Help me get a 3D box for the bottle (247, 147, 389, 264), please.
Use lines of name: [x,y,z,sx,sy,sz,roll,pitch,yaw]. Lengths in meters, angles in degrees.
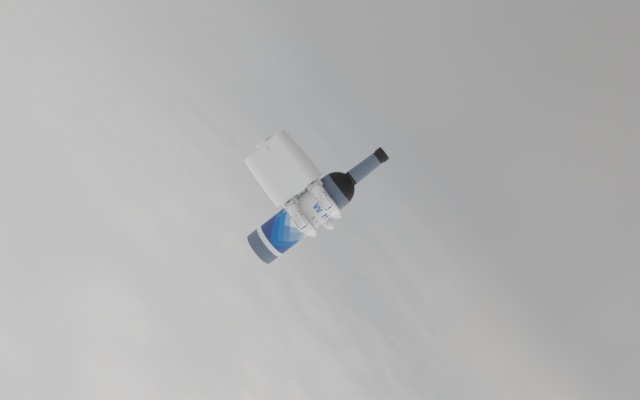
bottle: [0.000,0.003,0.877,0.296,0.069,0.069,-38,-4,5]
